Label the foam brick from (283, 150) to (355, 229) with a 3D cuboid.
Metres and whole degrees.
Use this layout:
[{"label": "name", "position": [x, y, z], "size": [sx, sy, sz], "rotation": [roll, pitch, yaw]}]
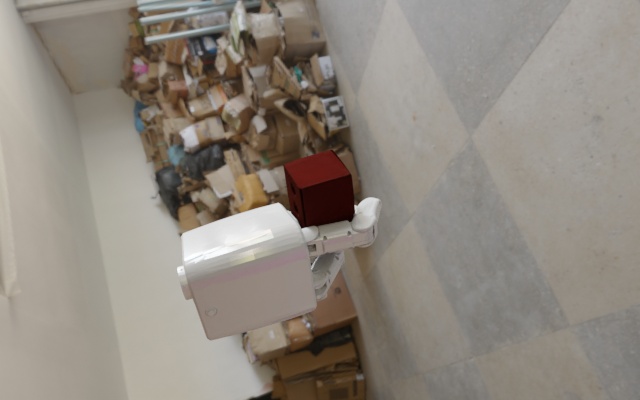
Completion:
[{"label": "foam brick", "position": [0.000, 0.001, 0.457], "size": [0.051, 0.078, 0.053], "rotation": [-15, 34, -12]}]
